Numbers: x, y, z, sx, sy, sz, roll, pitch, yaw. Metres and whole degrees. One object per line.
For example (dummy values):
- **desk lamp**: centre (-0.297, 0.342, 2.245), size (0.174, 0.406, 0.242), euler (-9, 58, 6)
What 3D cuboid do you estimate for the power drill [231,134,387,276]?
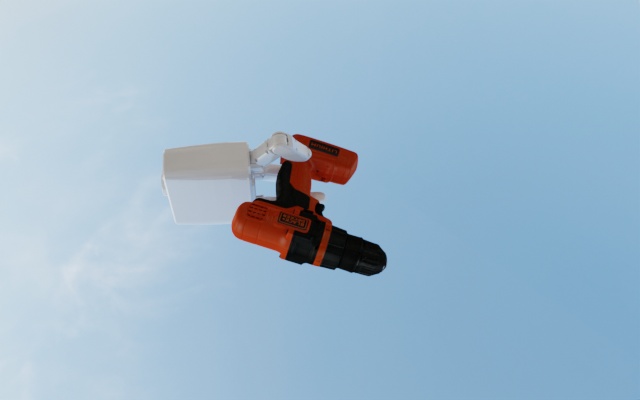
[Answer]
- **power drill**: centre (0.000, 0.002, 0.600), size (0.184, 0.057, 0.187), euler (19, 41, -4)
